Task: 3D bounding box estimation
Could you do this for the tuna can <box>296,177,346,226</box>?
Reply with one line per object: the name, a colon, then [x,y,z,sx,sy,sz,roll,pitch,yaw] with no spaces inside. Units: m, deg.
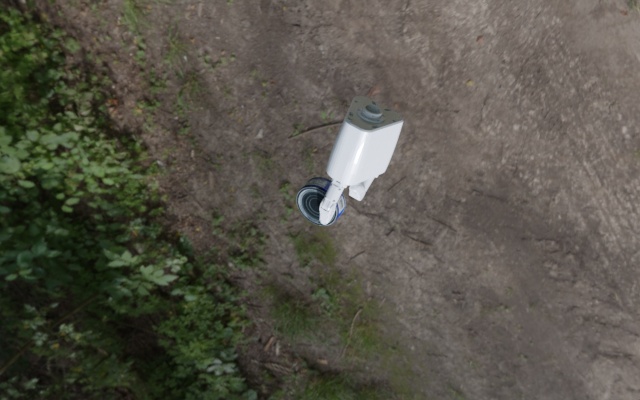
tuna can: [0.000,0.003,0.858,0.086,0.086,0.033,0,32,33]
